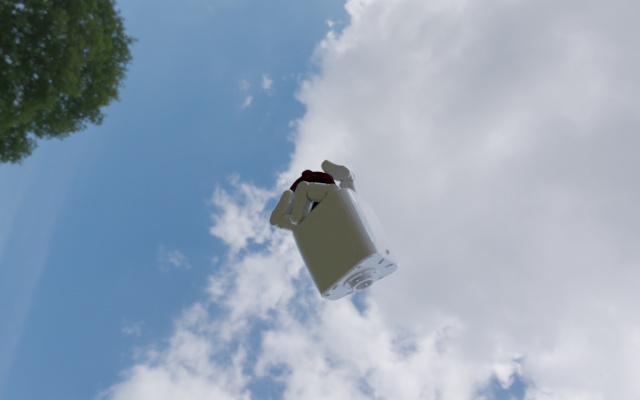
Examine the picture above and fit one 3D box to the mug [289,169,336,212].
[{"bbox_3d":[0.000,0.001,0.753,0.093,0.117,0.081,-34,-33,16],"label":"mug"}]
